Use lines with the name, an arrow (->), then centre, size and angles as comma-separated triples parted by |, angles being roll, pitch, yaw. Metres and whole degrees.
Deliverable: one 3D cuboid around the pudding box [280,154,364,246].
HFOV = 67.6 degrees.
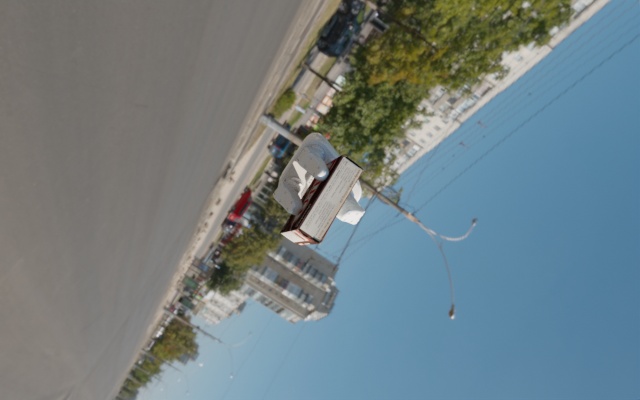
pudding box -> 0.000, 0.002, 0.610 | 0.039, 0.113, 0.090 | 32, -15, -11
